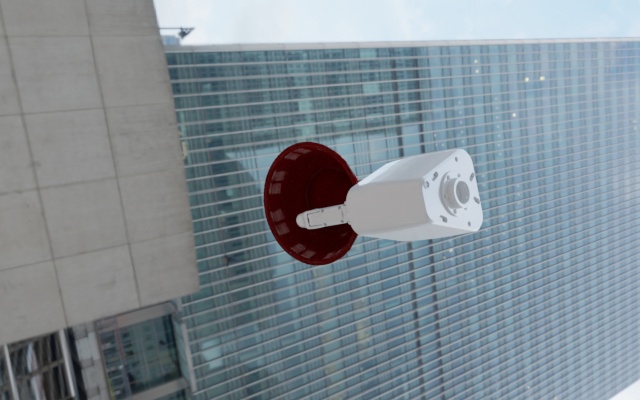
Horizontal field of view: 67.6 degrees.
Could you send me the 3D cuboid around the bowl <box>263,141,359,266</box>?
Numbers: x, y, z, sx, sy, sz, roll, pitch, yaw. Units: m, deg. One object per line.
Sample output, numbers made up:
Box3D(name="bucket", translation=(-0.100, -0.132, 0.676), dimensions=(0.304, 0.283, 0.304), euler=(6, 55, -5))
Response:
Box3D(name="bowl", translation=(-0.001, 0.002, 0.637), dimensions=(0.162, 0.162, 0.055), euler=(0, 7, 37))
